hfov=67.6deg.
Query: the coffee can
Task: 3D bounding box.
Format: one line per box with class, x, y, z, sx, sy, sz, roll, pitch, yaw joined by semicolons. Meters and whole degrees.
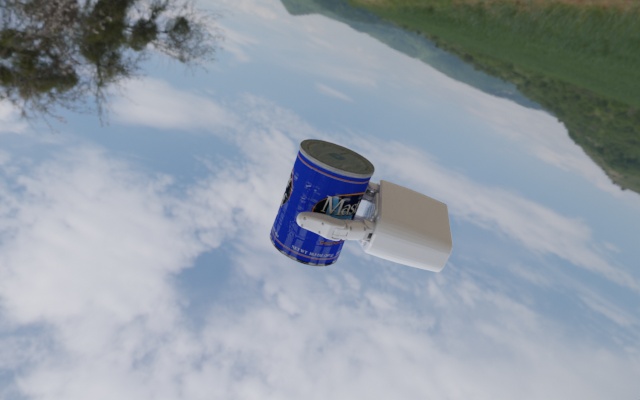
coffee can;0.000;0.002;0.644;0.103;0.140;0.102;18;22;-7
